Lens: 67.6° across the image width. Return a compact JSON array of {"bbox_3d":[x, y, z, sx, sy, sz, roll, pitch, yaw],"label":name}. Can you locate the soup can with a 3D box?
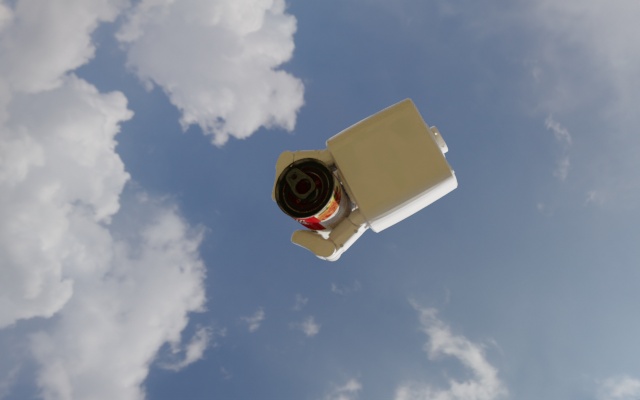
[{"bbox_3d":[0.000,0.002,0.544,0.068,0.068,0.102,0,-18,21],"label":"soup can"}]
